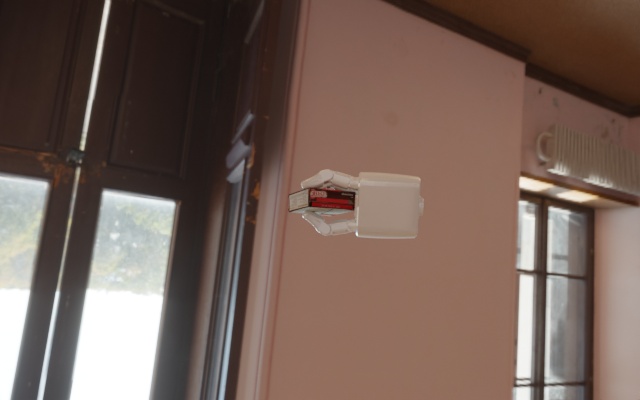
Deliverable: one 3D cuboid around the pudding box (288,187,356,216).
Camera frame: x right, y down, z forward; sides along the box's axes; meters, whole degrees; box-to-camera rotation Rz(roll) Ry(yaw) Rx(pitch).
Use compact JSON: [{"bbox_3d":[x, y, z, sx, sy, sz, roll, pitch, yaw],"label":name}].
[{"bbox_3d":[0.000,0.003,0.867,0.090,0.039,0.113,6,-10,-22],"label":"pudding box"}]
